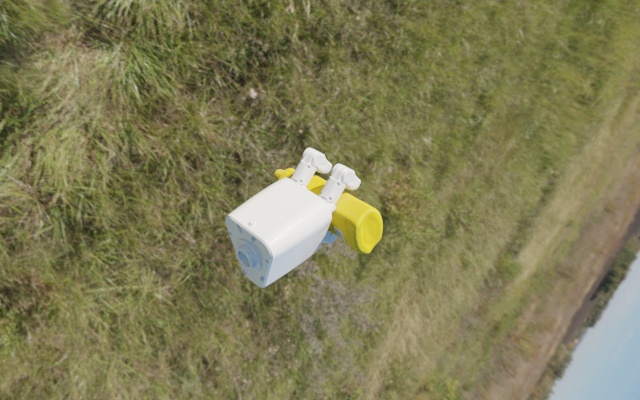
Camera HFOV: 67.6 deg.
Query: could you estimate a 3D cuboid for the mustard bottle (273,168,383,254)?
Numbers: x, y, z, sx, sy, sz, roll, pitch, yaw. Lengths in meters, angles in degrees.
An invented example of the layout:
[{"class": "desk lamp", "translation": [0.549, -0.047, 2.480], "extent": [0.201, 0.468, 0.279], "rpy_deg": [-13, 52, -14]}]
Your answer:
[{"class": "mustard bottle", "translation": [0.001, 0.002, 0.708], "extent": [0.191, 0.058, 0.096], "rpy_deg": [32, -16, 31]}]
